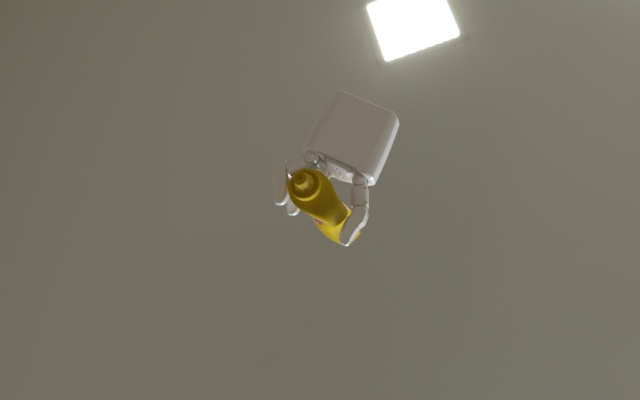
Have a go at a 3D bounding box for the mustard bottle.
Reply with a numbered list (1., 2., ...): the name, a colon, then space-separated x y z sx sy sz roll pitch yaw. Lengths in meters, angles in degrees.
1. mustard bottle: 0.000 0.003 0.693 0.096 0.058 0.192 47 -2 25
